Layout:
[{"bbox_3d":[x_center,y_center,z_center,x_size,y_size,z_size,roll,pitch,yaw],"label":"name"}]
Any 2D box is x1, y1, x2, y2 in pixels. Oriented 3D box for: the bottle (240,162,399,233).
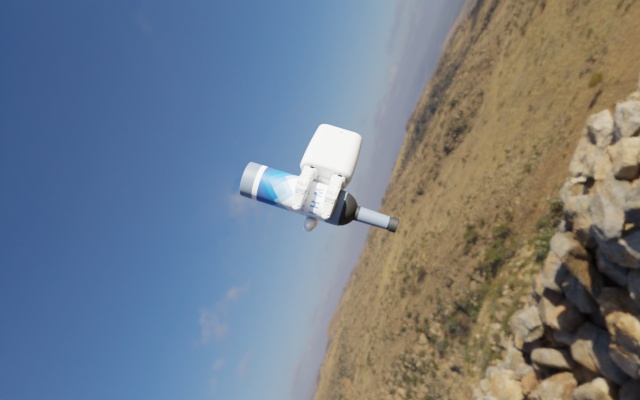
[{"bbox_3d":[0.000,0.003,0.885,0.295,0.069,0.069,17,2,5],"label":"bottle"}]
